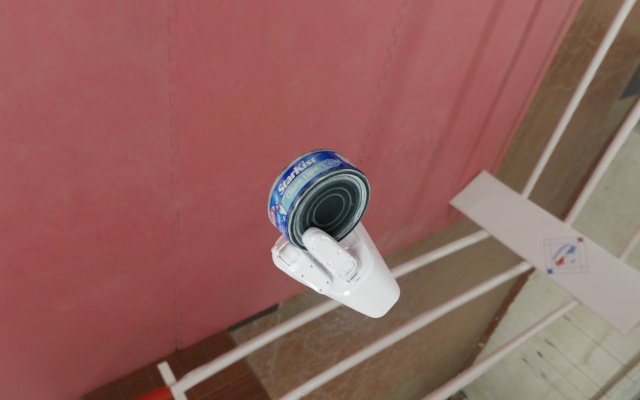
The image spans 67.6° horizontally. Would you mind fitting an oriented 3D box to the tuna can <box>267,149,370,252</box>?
[{"bbox_3d":[0.000,0.002,0.407,0.086,0.086,0.033,0,32,-41],"label":"tuna can"}]
